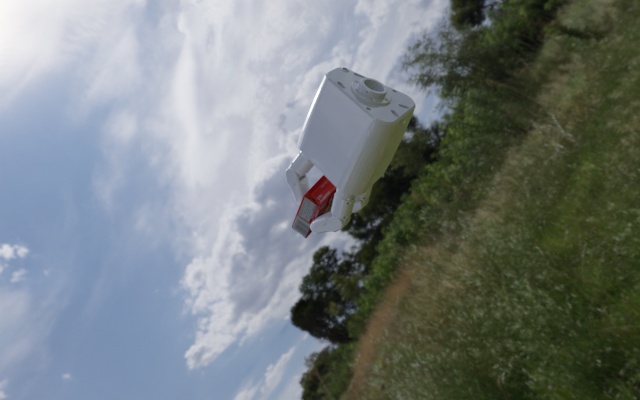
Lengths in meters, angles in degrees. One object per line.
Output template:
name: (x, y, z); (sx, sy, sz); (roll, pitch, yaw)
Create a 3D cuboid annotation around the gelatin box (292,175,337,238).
gelatin box: (0.000, 0.002, 0.665); (0.073, 0.030, 0.089); (-46, -12, -35)
